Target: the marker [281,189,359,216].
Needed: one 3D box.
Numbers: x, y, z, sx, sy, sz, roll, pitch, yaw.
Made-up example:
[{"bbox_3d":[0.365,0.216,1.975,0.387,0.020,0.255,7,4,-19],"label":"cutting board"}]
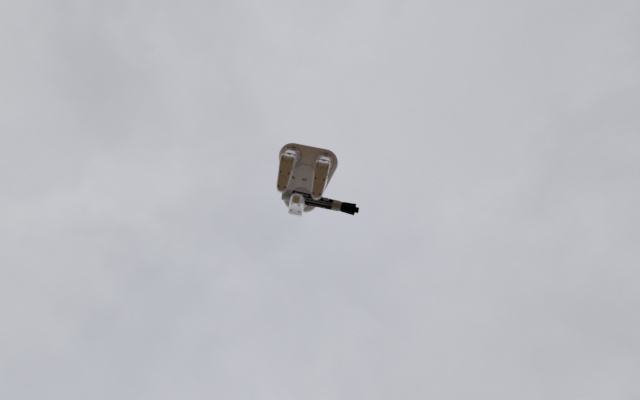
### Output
[{"bbox_3d":[0.000,0.002,0.738,0.121,0.020,0.020,12,0,1],"label":"marker"}]
